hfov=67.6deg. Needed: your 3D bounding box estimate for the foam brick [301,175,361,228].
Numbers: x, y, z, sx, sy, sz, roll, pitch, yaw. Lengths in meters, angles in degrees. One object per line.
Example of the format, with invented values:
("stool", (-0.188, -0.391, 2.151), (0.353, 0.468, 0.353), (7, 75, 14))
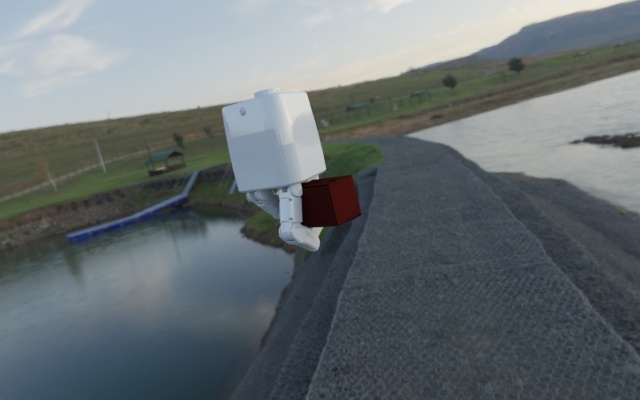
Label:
("foam brick", (0.000, 0.002, 0.581), (0.078, 0.051, 0.053), (-5, 10, 38))
